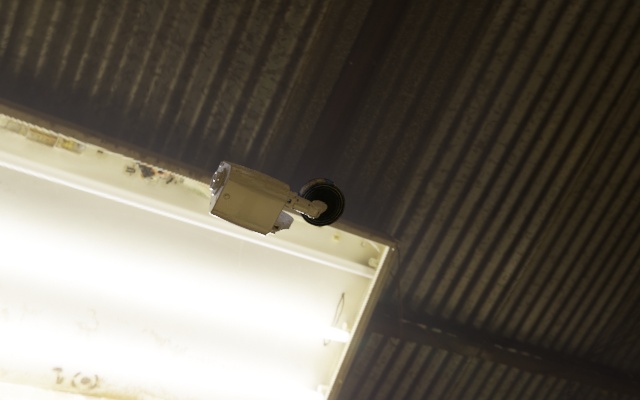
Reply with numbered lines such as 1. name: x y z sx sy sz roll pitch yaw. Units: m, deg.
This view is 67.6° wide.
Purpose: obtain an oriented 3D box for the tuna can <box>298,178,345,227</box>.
1. tuna can: 0.000 0.003 0.879 0.086 0.086 0.033 0 22 -13
